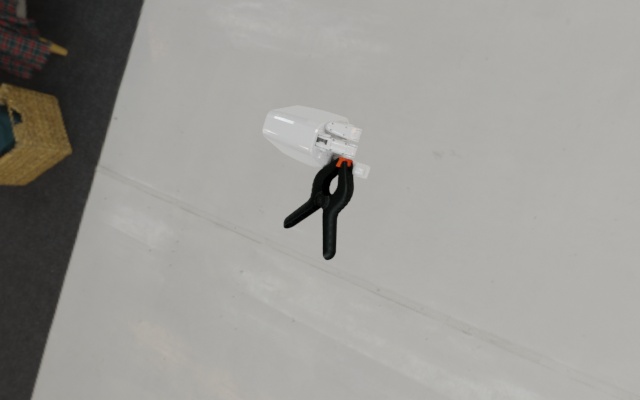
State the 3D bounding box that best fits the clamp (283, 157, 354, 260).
[{"bbox_3d":[0.000,0.003,0.815,0.120,0.171,0.039,23,6,30],"label":"clamp"}]
